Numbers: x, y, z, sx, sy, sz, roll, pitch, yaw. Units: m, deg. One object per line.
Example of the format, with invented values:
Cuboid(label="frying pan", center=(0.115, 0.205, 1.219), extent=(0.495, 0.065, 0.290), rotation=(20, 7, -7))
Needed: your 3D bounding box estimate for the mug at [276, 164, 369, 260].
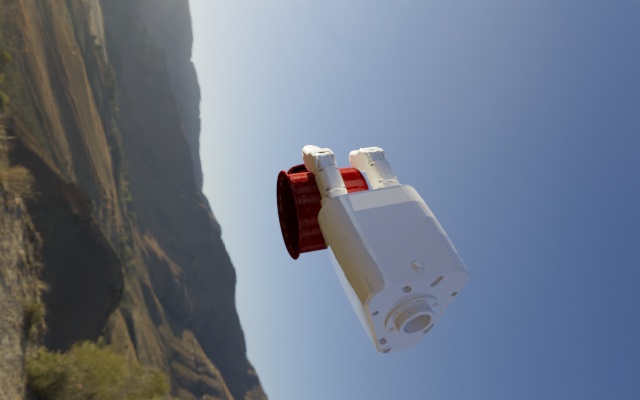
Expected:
Cuboid(label="mug", center=(0.000, 0.001, 0.511), extent=(0.081, 0.093, 0.117), rotation=(-9, 44, -17))
